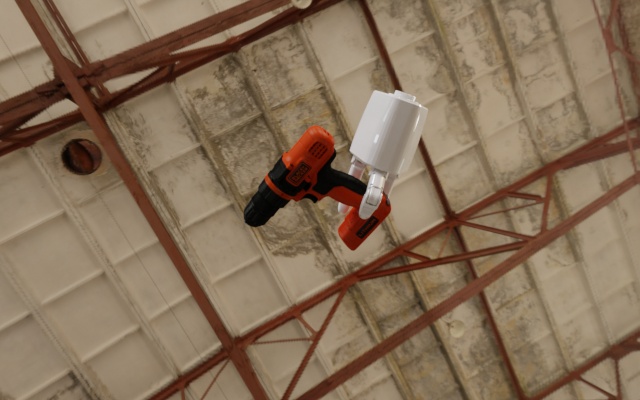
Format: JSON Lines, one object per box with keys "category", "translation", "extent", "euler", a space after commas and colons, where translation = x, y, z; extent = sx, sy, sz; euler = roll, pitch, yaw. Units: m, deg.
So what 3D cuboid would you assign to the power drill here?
{"category": "power drill", "translation": [0.001, 0.002, 0.728], "extent": [0.188, 0.184, 0.057], "euler": [33, 20, -28]}
